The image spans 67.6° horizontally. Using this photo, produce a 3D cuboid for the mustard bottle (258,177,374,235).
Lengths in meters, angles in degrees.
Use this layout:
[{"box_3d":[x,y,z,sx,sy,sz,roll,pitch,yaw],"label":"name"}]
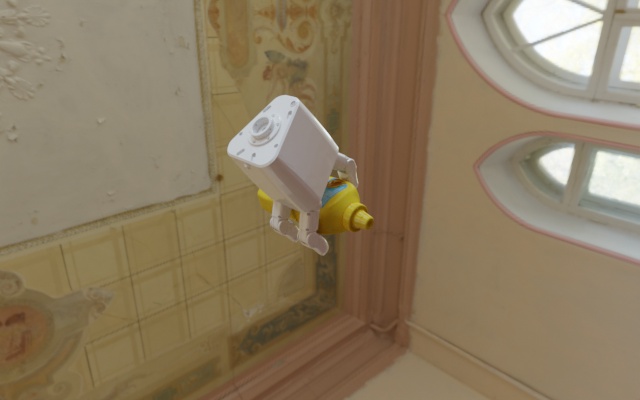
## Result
[{"box_3d":[0.000,0.002,0.706,0.191,0.058,0.096,23,50,41],"label":"mustard bottle"}]
